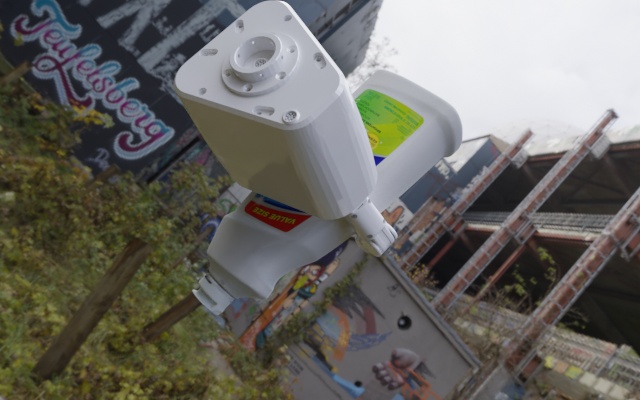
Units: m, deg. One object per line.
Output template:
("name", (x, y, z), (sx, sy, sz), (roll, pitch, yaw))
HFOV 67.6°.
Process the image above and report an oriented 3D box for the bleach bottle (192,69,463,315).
("bleach bottle", (0.000, 0.001, 0.404), (0.102, 0.251, 0.068), (39, -12, 30))
